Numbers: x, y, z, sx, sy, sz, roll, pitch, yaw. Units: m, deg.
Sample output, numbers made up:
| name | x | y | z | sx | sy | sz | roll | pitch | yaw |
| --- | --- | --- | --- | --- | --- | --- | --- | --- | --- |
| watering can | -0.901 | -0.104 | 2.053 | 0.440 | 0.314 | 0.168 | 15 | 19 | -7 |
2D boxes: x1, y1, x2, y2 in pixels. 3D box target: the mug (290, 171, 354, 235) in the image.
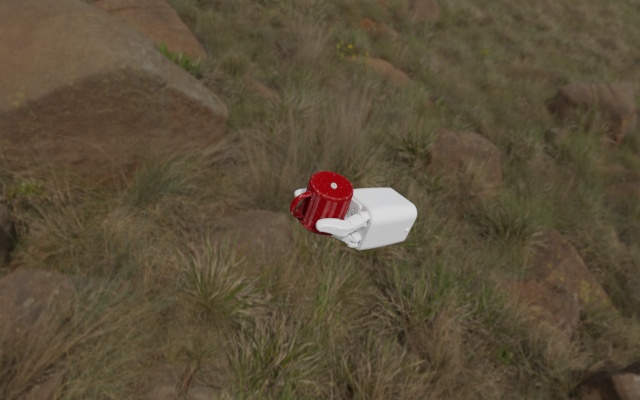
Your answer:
| name | x | y | z | sx | sy | sz | roll | pitch | yaw |
| --- | --- | --- | --- | --- | --- | --- | --- | --- | --- |
| mug | -0.001 | 0.003 | 0.850 | 0.117 | 0.082 | 0.093 | -5 | 44 | -28 |
